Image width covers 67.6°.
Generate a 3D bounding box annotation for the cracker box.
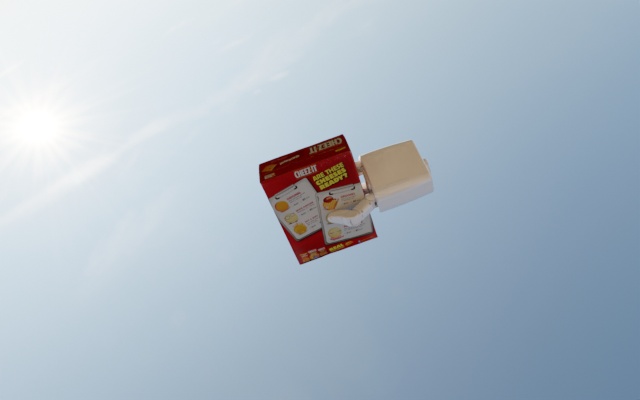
[{"bbox_3d":[0.000,0.003,0.882,0.164,0.214,0.072,-20,38,2],"label":"cracker box"}]
